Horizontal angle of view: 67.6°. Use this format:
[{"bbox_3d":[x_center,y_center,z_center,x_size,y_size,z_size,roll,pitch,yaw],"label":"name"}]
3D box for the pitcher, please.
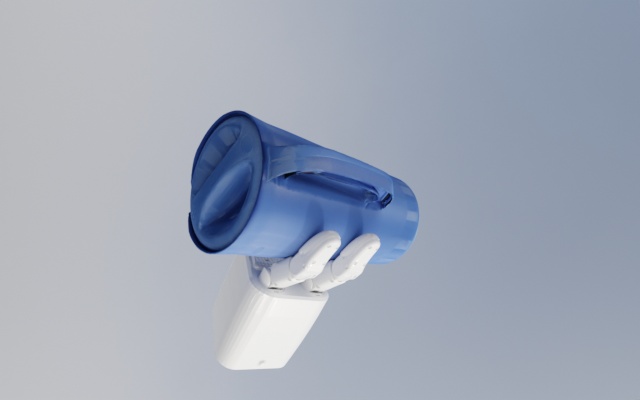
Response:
[{"bbox_3d":[0.000,0.002,0.499,0.243,0.145,0.149,13,22,-40],"label":"pitcher"}]
